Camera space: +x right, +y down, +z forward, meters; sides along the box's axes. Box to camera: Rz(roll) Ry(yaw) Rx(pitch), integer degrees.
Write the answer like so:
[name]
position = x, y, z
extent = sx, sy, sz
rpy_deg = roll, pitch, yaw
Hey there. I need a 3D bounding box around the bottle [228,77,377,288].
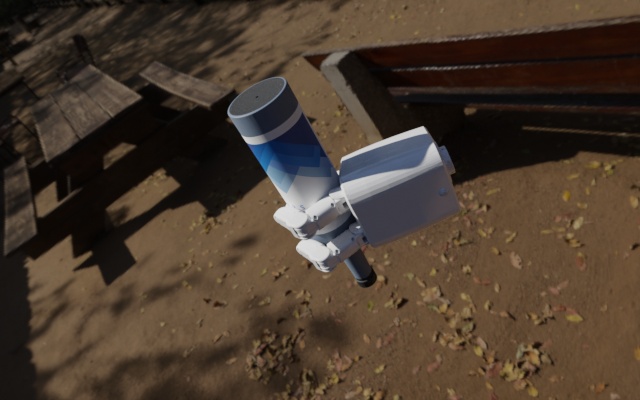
[bottle]
position = 0.000, 0.002, 0.550
extent = 0.069, 0.296, 0.069
rpy_deg = -20, 36, 16
